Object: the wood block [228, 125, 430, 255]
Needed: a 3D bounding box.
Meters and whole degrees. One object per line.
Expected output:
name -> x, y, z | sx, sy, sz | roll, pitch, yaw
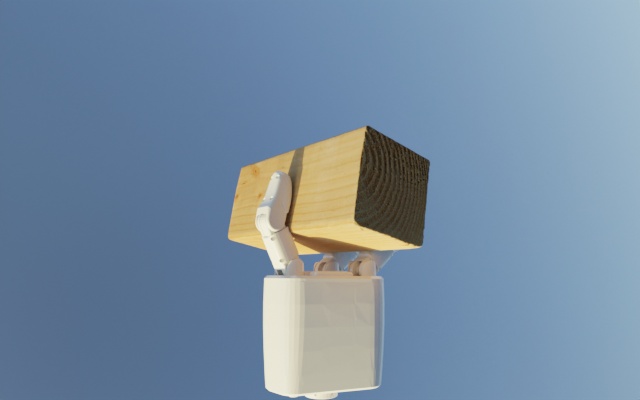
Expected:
wood block -> 0.000, 0.002, 0.496 | 0.091, 0.090, 0.206 | 21, -20, -37
